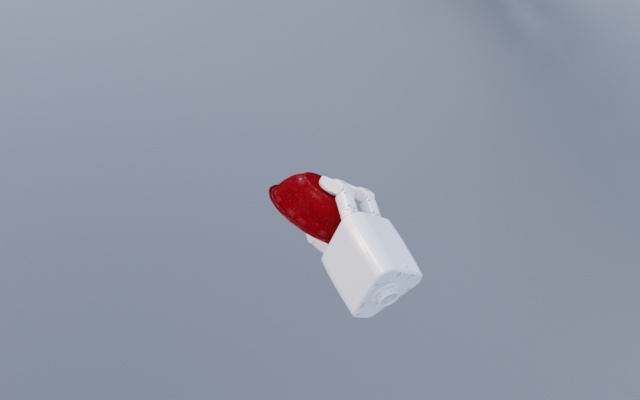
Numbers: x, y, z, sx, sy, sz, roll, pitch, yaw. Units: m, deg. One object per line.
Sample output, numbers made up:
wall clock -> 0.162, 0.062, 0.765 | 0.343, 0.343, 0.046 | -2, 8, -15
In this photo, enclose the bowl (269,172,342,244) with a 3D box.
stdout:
bowl -> -0.001, 0.001, 0.764 | 0.162, 0.055, 0.162 | 29, 18, -11
